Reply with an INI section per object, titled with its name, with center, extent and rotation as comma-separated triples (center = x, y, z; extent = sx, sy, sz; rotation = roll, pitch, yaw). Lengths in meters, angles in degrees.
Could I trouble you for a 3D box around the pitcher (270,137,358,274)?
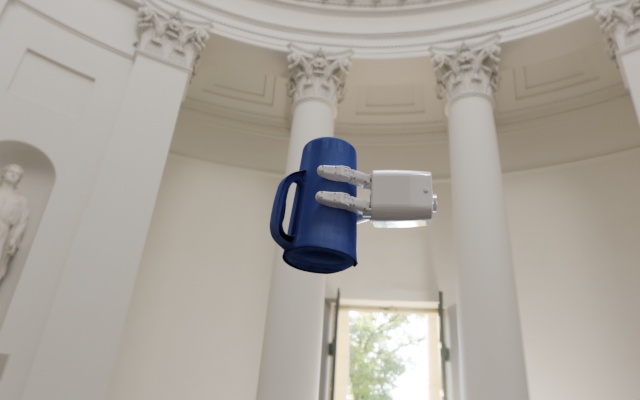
[pitcher]
center = 0.000, 0.003, 0.886
extent = 0.145, 0.242, 0.149
rotation = 0, -28, 10
